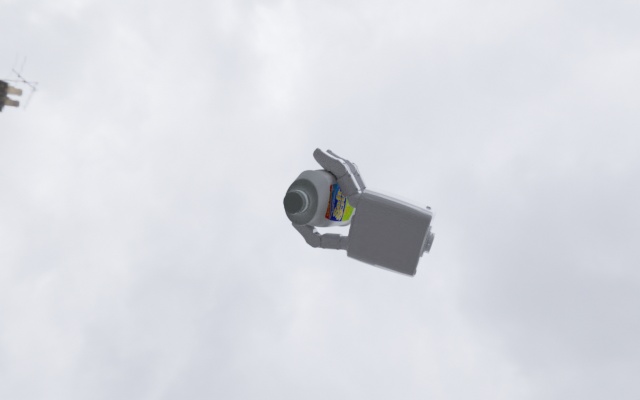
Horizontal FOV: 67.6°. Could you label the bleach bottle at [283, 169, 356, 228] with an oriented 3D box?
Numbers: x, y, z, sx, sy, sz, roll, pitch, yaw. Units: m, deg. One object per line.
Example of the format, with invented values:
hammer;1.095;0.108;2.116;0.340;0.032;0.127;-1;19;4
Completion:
bleach bottle;0.000;0.002;0.729;0.068;0.102;0.251;18;9;16
